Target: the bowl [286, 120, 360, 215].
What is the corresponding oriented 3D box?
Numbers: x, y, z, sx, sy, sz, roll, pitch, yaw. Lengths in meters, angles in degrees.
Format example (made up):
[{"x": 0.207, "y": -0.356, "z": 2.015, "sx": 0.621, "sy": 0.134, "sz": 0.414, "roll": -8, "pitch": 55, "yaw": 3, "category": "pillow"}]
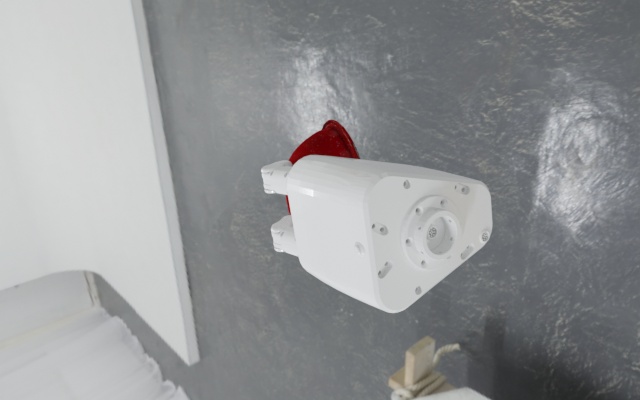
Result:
[{"x": -0.001, "y": 0.002, "z": 0.491, "sx": 0.055, "sy": 0.162, "sz": 0.162, "roll": -12, "pitch": 3, "yaw": -13, "category": "bowl"}]
